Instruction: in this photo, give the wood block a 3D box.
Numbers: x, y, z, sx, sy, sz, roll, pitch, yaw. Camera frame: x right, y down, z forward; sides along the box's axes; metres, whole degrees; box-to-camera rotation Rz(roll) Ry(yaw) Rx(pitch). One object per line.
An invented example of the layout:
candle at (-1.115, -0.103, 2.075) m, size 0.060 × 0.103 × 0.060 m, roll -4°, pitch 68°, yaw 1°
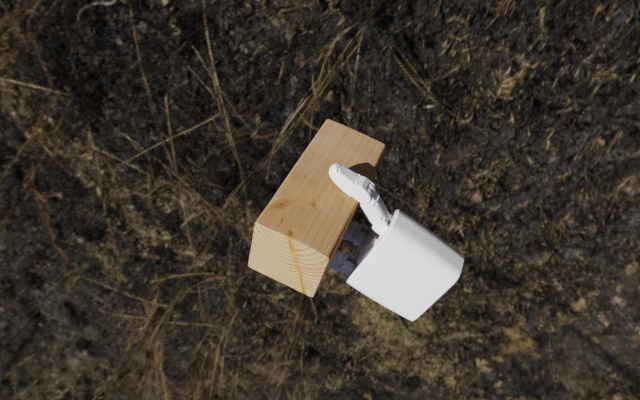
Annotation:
wood block at (0.000, 0.002, 0.601) m, size 0.090 × 0.206 × 0.091 m, roll 25°, pitch -42°, yaw 6°
